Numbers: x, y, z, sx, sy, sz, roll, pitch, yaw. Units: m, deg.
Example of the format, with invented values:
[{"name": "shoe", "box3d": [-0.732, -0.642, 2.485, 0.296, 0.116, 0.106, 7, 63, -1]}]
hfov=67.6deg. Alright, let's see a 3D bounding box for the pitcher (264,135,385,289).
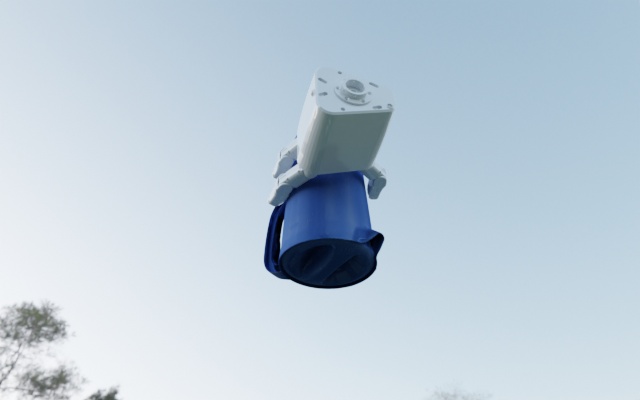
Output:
[{"name": "pitcher", "box3d": [0.000, 0.002, 0.716, 0.149, 0.242, 0.145, 7, -40, -9]}]
